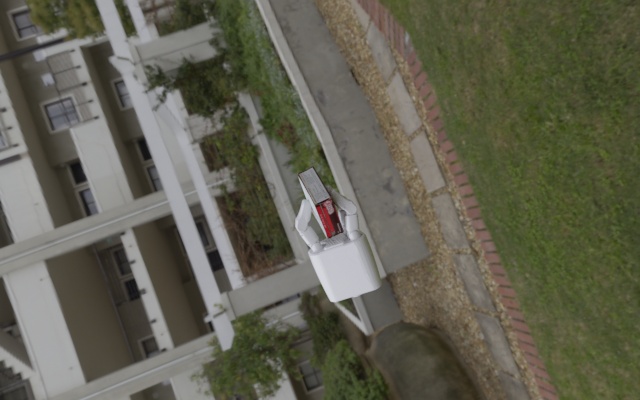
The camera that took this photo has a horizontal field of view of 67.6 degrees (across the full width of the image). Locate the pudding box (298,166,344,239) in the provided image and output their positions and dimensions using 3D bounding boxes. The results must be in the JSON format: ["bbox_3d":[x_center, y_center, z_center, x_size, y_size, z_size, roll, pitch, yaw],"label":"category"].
[{"bbox_3d":[0.000,0.003,0.891,0.039,0.090,0.113,-25,40,-6],"label":"pudding box"}]
